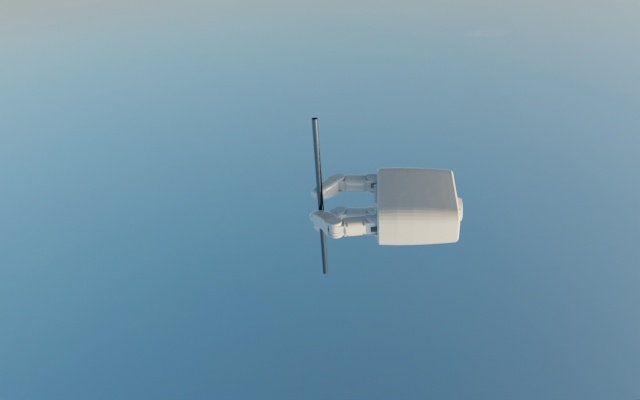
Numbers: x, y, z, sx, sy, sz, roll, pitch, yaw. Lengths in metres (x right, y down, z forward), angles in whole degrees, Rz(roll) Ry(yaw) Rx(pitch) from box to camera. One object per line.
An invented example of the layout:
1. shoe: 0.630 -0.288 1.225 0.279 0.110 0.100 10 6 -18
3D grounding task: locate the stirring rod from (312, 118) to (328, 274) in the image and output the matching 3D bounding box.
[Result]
1. stirring rod: 0.000 0.002 0.662 0.011 0.240 0.011 -3 28 2
